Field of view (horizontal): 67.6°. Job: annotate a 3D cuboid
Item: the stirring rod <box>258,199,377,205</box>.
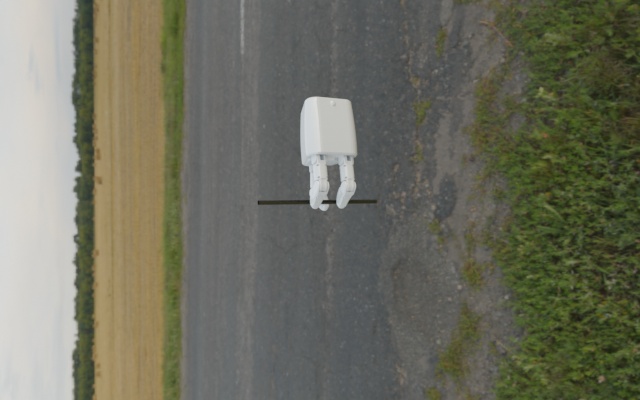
[{"bbox_3d":[0.000,0.003,0.885,0.239,0.011,0.011,0,0,-25],"label":"stirring rod"}]
